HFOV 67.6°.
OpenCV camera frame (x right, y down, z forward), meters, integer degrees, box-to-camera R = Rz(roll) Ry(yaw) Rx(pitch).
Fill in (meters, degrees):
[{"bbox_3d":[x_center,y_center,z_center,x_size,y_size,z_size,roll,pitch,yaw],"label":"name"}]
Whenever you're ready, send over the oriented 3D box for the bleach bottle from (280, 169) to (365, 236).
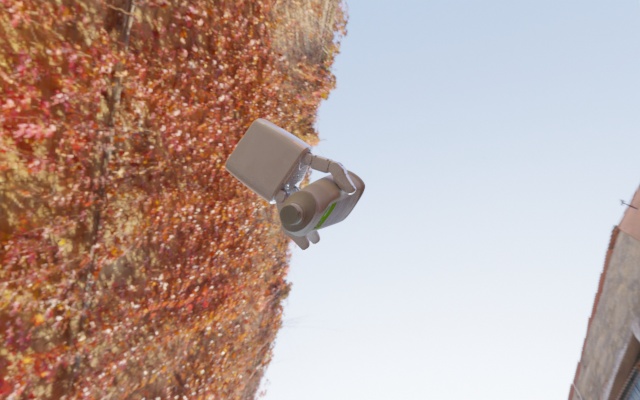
[{"bbox_3d":[0.000,0.003,0.788,0.068,0.102,0.251,34,15,13],"label":"bleach bottle"}]
